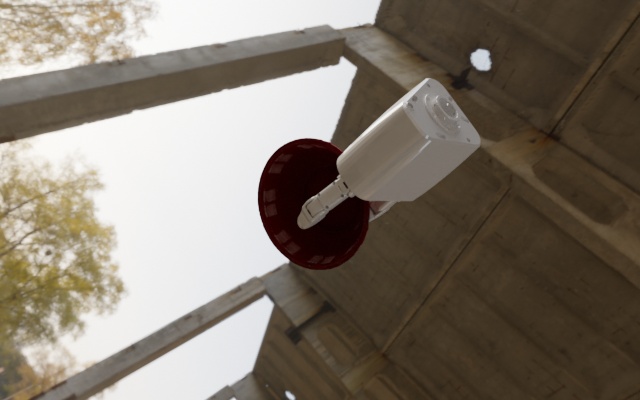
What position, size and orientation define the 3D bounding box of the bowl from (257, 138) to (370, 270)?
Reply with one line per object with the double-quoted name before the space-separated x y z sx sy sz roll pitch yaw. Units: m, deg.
"bowl" -0.001 0.002 0.596 0.162 0.162 0.055 0 9 32
